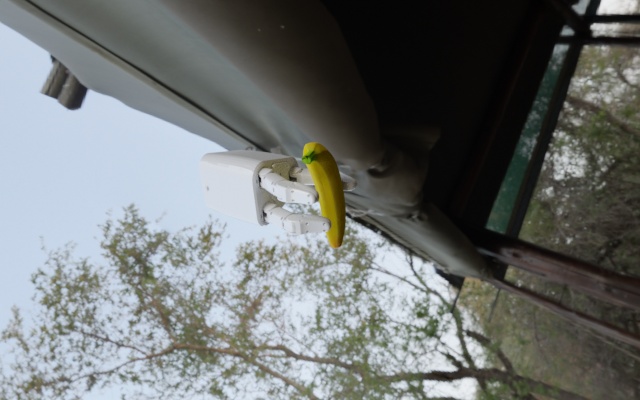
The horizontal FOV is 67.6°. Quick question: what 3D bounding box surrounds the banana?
[{"bbox_3d":[0.006,-0.014,0.654,0.037,0.069,0.198,8,-36,24],"label":"banana"}]
